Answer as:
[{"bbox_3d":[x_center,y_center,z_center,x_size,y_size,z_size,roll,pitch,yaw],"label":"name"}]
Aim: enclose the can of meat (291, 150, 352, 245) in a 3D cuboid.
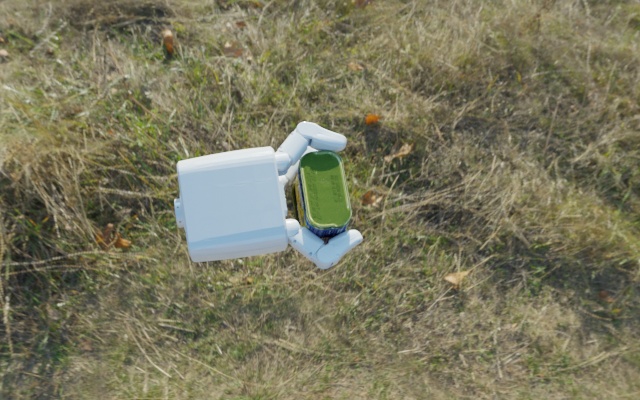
[{"bbox_3d":[0.000,0.002,0.570,0.057,0.102,0.084,-6,-22,-10],"label":"can of meat"}]
